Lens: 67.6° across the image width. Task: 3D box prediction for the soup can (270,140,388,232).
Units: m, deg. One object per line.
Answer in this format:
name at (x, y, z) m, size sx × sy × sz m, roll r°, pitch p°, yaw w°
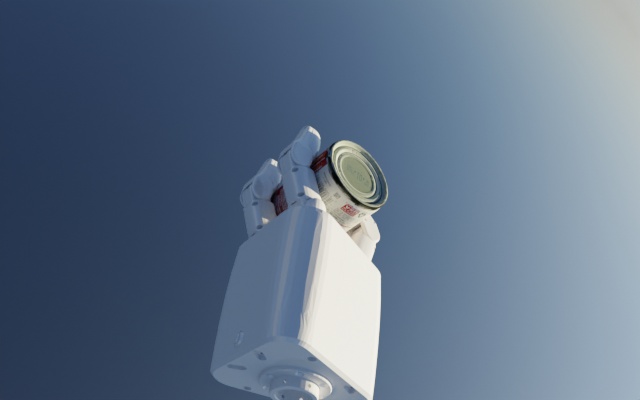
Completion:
soup can at (0.000, 0.001, 0.422) m, size 0.068 × 0.068 × 0.102 m, roll 0°, pitch -29°, yaw -47°
